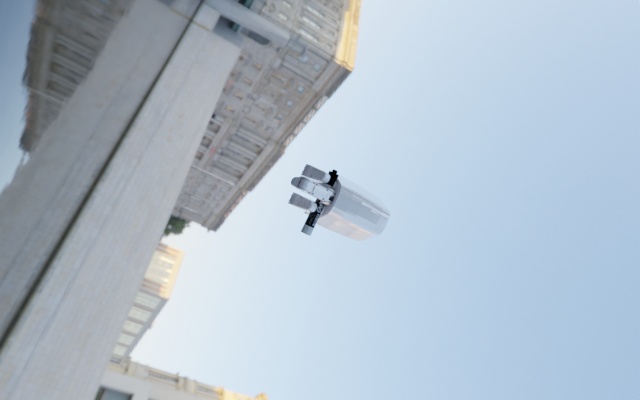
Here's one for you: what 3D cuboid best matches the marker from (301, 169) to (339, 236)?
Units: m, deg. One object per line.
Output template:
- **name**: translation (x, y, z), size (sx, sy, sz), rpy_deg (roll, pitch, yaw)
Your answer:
- **marker**: translation (0.000, 0.003, 0.817), size (0.020, 0.121, 0.020), rpy_deg (25, -2, 1)
